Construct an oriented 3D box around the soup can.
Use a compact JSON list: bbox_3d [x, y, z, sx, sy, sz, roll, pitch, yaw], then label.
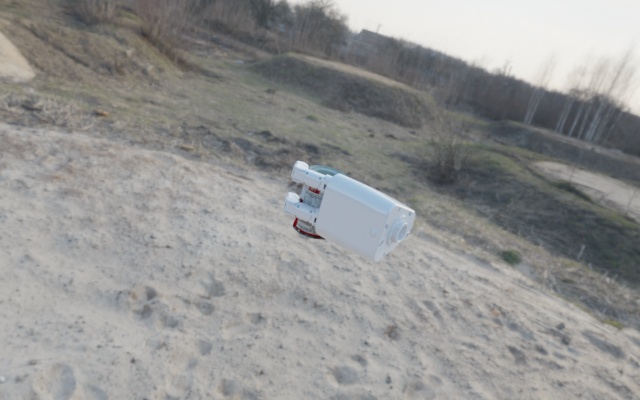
[{"bbox_3d":[0.000,0.002,0.765,0.068,0.102,0.068,14,19,-5],"label":"soup can"}]
